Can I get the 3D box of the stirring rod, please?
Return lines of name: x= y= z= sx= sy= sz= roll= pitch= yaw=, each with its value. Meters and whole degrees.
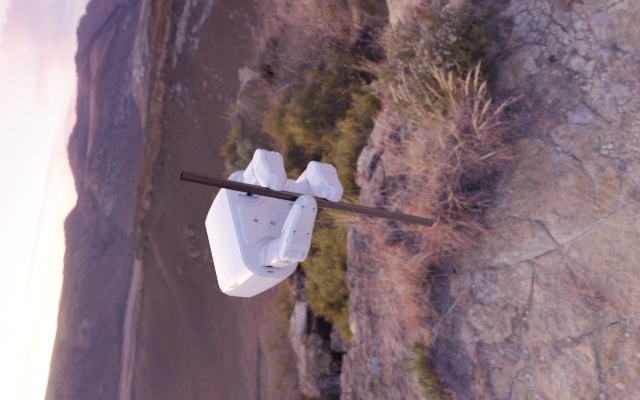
stirring rod: x=0.000 y=0.001 z=0.420 sx=0.239 sy=0.011 sz=0.011 roll=11 pitch=-4 yaw=-24
